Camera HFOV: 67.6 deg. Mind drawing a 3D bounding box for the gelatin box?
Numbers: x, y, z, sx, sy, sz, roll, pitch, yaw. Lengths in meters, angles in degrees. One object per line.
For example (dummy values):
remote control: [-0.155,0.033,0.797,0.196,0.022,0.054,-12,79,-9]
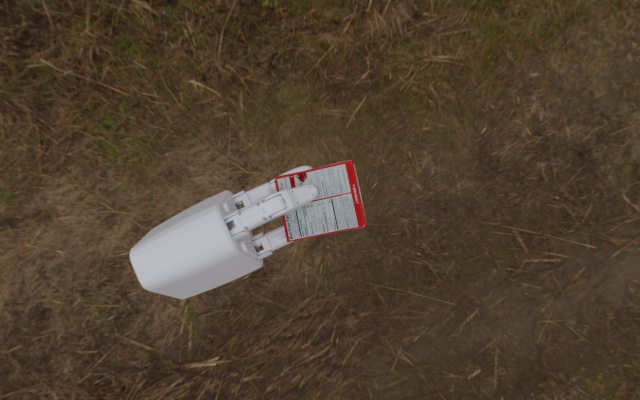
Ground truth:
gelatin box: [0.000,0.002,0.521,0.089,0.073,0.030,-12,-4,8]
